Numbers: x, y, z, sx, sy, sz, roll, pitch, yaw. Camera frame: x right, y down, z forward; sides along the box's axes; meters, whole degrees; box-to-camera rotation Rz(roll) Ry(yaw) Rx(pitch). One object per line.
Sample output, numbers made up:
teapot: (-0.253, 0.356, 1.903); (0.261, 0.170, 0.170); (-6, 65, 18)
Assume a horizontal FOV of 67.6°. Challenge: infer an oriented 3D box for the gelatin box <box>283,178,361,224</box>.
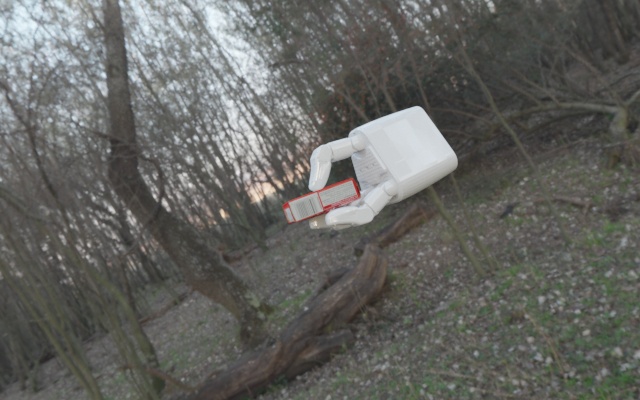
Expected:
gelatin box: (0.000, 0.002, 0.608); (0.089, 0.030, 0.073); (-20, 0, -11)
